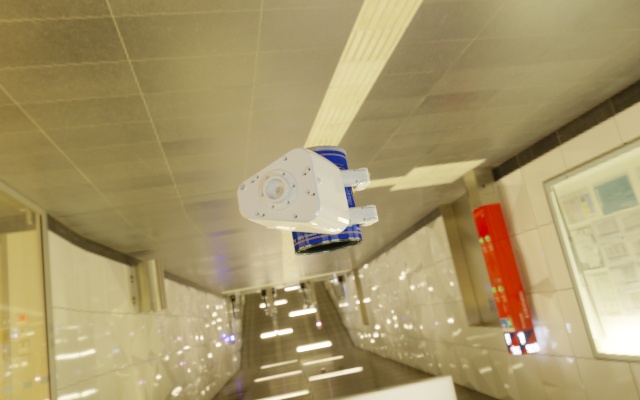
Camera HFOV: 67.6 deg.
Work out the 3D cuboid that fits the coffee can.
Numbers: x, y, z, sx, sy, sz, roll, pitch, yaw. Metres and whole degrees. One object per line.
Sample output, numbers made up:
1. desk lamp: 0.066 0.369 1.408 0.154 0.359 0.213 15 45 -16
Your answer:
1. coffee can: 0.000 0.002 0.709 0.103 0.140 0.103 -10 -13 -2
